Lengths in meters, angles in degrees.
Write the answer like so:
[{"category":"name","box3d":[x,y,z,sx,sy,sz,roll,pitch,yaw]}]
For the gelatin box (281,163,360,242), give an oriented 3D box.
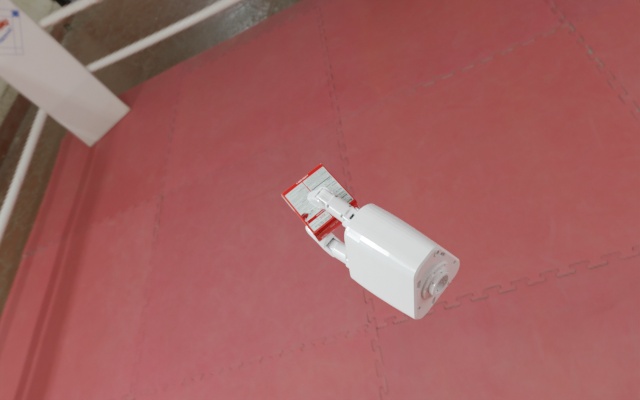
[{"category":"gelatin box","box3d":[0.000,0.002,0.662,0.073,0.089,0.030,-39,-34,-4]}]
